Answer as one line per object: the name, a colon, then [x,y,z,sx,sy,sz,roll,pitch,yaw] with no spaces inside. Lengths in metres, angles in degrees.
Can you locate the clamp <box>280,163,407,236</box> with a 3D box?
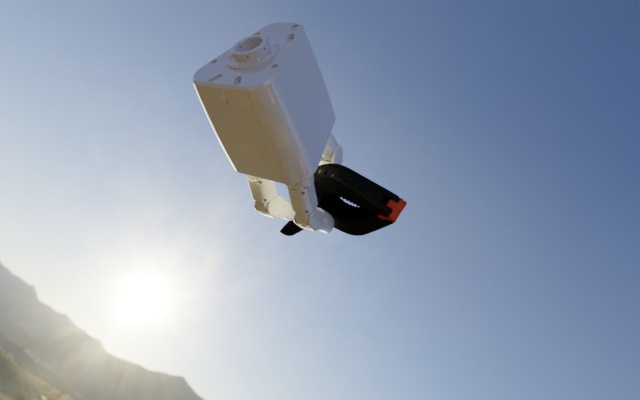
clamp: [0.001,0.001,0.541,0.210,0.036,0.165,16,-36,33]
